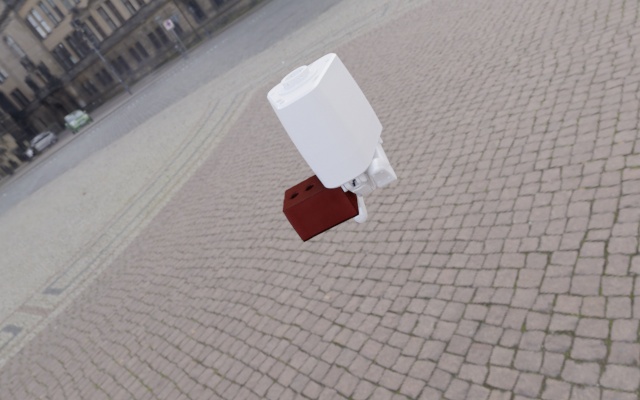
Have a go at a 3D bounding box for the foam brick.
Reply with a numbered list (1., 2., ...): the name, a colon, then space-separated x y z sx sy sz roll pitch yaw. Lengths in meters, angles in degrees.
1. foam brick: 0.000 0.002 0.572 0.078 0.051 0.053 -28 27 16
